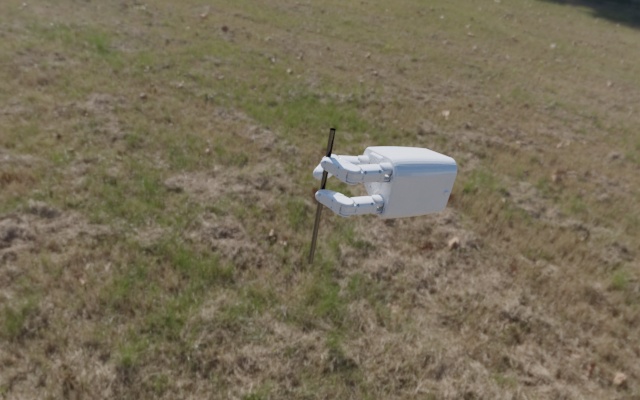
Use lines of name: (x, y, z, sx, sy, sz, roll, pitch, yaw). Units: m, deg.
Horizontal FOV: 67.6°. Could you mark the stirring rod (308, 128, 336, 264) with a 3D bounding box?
stirring rod: (0.000, 0.002, 0.719, 0.011, 0.240, 0.011, 7, 33, -4)
